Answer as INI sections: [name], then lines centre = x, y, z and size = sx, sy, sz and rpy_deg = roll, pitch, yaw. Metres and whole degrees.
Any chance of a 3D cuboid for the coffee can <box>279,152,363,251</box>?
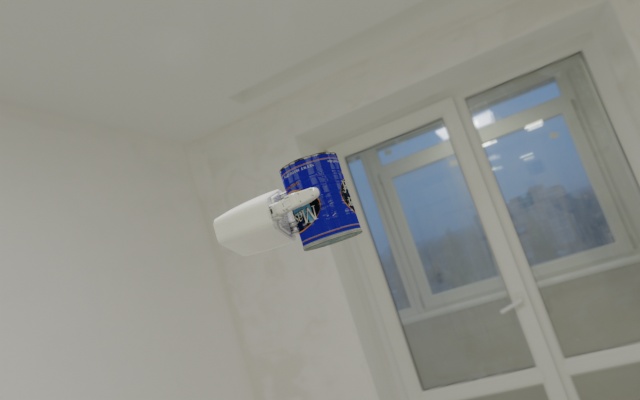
[coffee can]
centre = 0.000, 0.003, 0.800
size = 0.103, 0.140, 0.103
rpy_deg = -18, -9, -3
